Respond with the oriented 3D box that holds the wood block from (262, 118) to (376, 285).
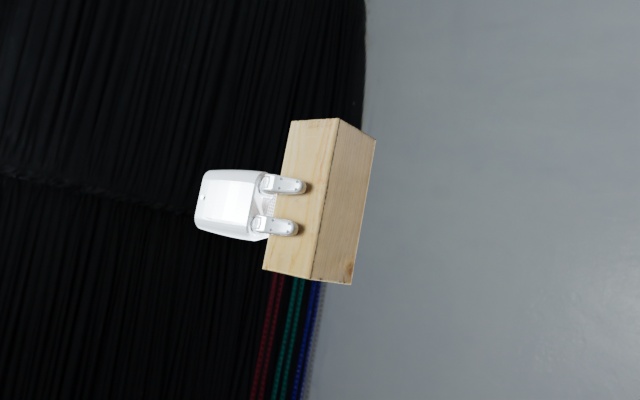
[{"bbox_3d":[0.000,0.002,0.653,0.090,0.206,0.091,4,-9,40],"label":"wood block"}]
